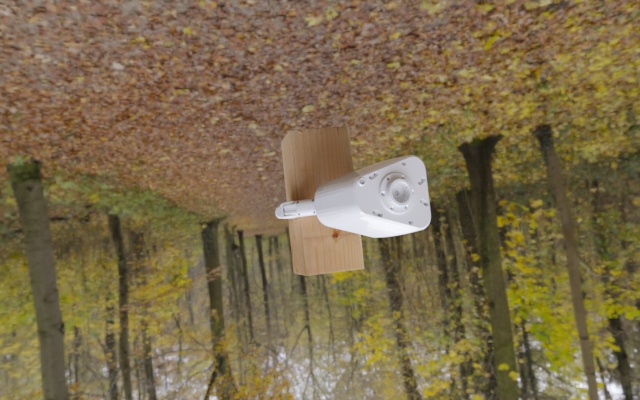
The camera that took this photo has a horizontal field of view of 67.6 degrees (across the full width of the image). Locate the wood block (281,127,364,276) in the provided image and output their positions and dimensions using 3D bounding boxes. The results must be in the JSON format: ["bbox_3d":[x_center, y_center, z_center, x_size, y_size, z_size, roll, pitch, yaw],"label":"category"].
[{"bbox_3d":[0.000,0.002,0.714,0.091,0.206,0.090,-5,-5,-14],"label":"wood block"}]
